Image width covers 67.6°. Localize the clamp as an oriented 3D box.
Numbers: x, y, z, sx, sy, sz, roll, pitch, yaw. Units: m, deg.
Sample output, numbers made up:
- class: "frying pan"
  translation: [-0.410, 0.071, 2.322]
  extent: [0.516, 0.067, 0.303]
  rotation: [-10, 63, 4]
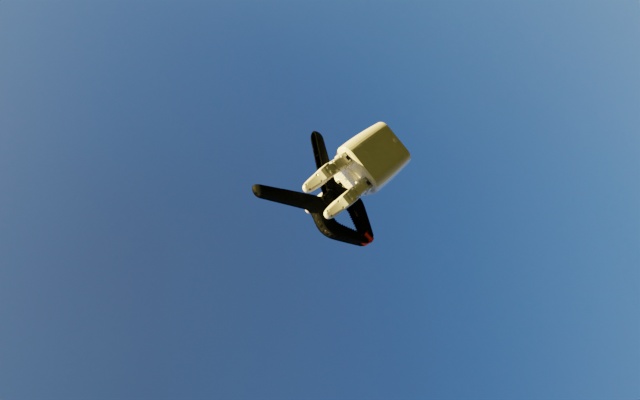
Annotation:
- class: "clamp"
  translation: [0.000, 0.003, 0.793]
  extent: [0.164, 0.210, 0.036]
  rotation: [-38, -2, -26]
